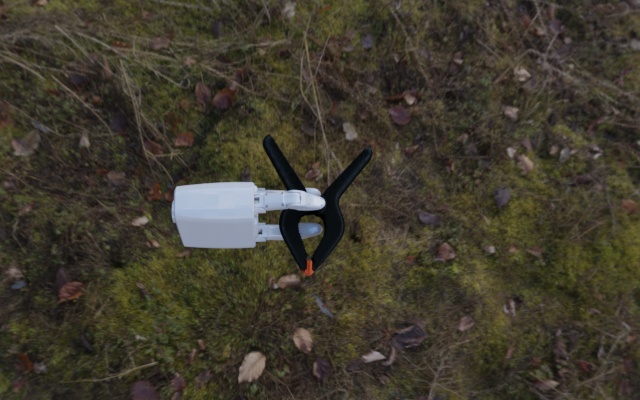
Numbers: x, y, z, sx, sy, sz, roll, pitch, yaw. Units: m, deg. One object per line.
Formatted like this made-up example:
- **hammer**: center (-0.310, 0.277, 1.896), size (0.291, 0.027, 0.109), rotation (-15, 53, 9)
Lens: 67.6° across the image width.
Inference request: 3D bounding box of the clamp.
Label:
- **clamp**: center (0.000, 0.003, 0.696), size (0.164, 0.210, 0.036), rotation (-1, -14, -6)
